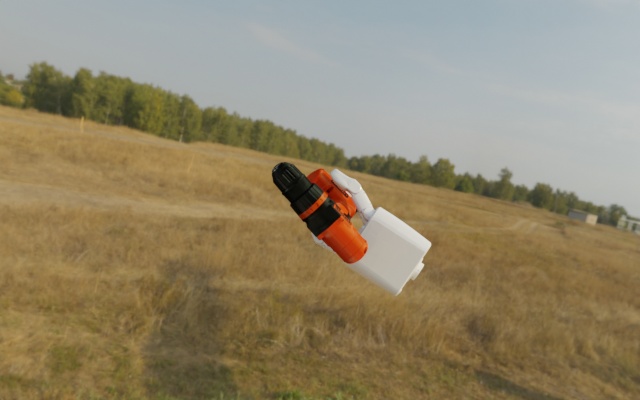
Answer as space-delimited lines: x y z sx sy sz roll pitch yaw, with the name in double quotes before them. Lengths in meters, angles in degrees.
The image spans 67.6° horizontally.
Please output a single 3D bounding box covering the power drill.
"power drill" 0.000 0.003 0.761 0.057 0.184 0.187 -39 9 12
